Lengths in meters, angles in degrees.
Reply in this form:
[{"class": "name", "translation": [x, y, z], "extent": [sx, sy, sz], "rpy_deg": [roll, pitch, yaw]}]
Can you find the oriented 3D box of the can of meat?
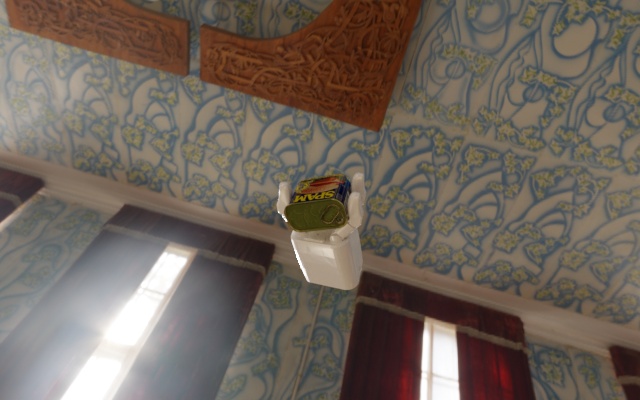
[{"class": "can of meat", "translation": [0.000, 0.002, 0.795], "extent": [0.102, 0.057, 0.084], "rpy_deg": [-7, 32, 19]}]
